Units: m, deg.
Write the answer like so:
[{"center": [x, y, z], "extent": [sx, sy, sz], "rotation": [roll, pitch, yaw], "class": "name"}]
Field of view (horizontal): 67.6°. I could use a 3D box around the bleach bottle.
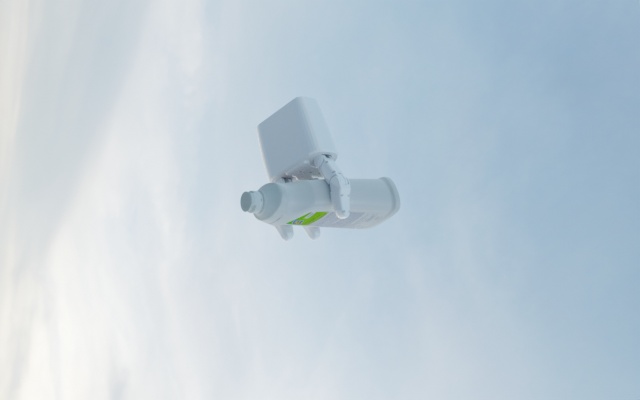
[{"center": [0.000, 0.002, 0.716], "extent": [0.251, 0.068, 0.103], "rotation": [3, -29, -40], "class": "bleach bottle"}]
